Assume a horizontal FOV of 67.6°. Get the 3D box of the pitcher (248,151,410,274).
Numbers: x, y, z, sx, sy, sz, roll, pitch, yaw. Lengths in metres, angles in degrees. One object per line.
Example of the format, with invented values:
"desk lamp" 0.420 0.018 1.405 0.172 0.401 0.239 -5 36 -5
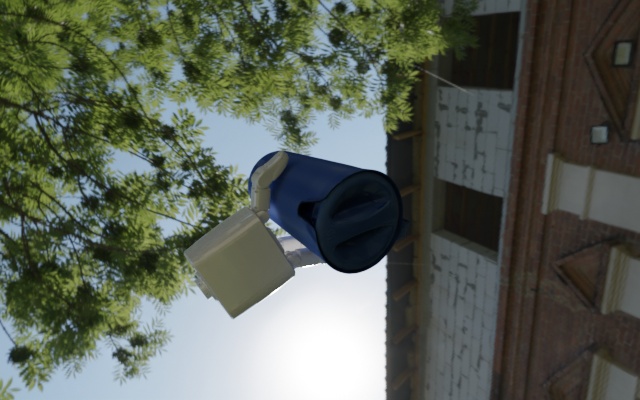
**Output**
"pitcher" 0.000 0.002 0.683 0.145 0.149 0.242 -37 31 -18
